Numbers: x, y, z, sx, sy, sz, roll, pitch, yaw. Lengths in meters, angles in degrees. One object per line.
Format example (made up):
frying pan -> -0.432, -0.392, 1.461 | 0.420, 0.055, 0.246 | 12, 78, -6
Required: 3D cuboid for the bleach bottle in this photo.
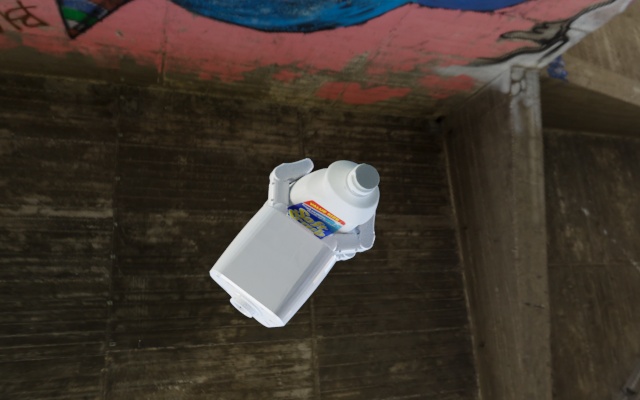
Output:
bleach bottle -> 0.000, 0.002, 0.611 | 0.102, 0.068, 0.251 | 43, -25, -4
